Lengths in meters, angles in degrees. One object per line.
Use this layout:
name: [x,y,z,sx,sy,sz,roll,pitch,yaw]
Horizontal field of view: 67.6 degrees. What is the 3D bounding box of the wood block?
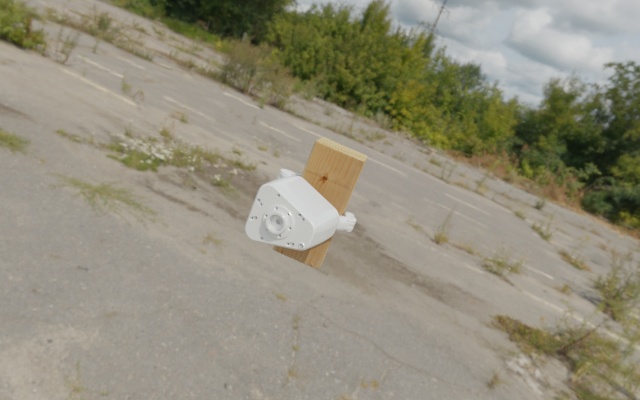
wood block: [0.000,0.003,0.848,0.091,0.206,0.090,24,15,4]
